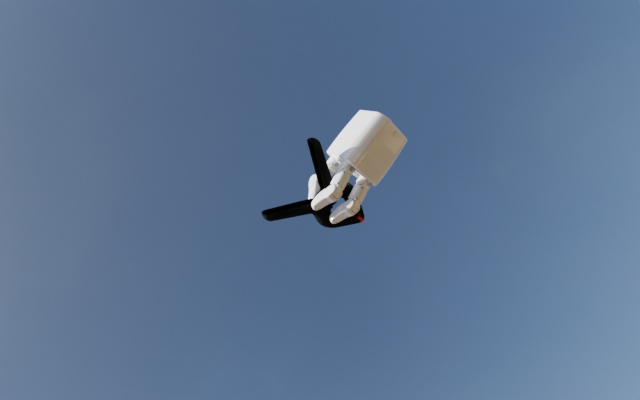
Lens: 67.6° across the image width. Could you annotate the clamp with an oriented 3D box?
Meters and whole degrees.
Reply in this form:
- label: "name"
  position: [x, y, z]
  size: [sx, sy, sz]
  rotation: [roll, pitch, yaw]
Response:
- label: "clamp"
  position: [0.000, 0.003, 0.880]
  size: [0.210, 0.164, 0.036]
  rotation: [37, 2, -40]
